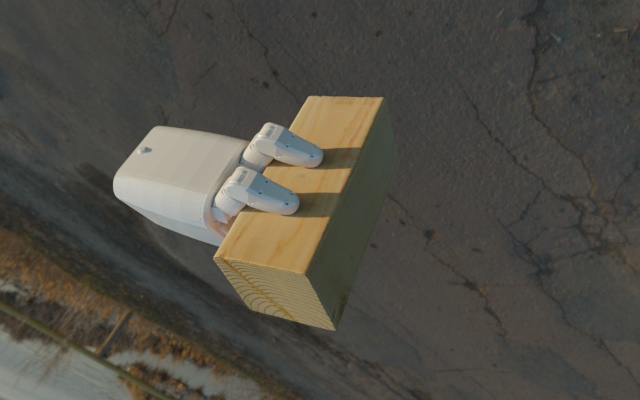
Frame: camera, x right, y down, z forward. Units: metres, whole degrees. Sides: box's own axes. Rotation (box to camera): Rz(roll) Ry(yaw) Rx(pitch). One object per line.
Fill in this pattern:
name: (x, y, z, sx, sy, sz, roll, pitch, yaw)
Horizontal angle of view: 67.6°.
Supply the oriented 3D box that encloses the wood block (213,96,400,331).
wood block: (0.000, 0.002, 0.451, 0.090, 0.206, 0.091, 7, -38, 25)
